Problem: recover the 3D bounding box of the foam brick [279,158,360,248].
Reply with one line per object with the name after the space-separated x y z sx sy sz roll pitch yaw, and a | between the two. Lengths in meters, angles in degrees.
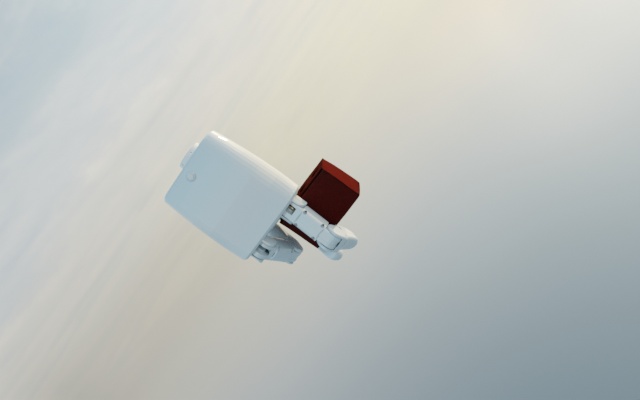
0.000 0.002 0.521 0.051 0.078 0.053 36 14 -7 | foam brick
